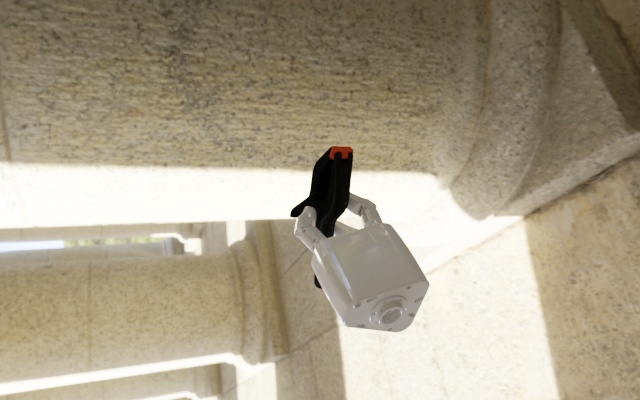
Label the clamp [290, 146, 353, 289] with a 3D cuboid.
[{"bbox_3d":[0.000,0.002,0.708,0.036,0.210,0.164,-2,36,-24],"label":"clamp"}]
